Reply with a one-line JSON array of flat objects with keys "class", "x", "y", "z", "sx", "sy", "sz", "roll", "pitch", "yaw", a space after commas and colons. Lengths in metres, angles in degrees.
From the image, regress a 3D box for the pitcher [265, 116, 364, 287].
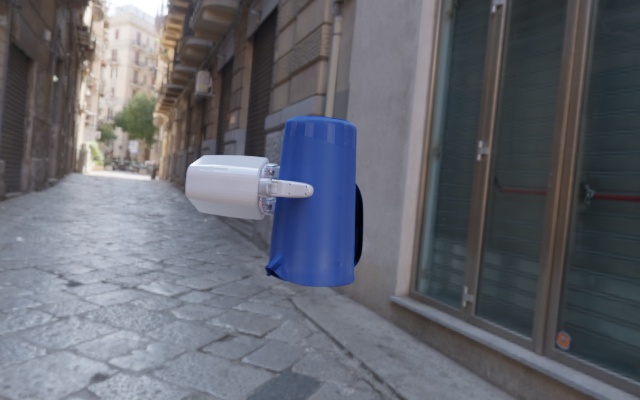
[{"class": "pitcher", "x": 0.000, "y": 0.002, "z": 0.723, "sx": 0.145, "sy": 0.243, "sz": 0.149, "roll": 4, "pitch": 2, "yaw": 2}]
